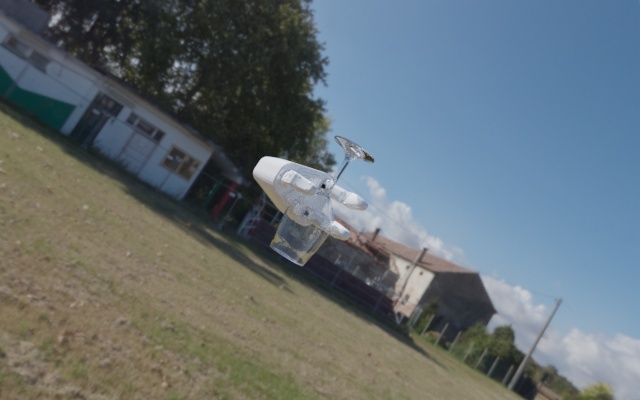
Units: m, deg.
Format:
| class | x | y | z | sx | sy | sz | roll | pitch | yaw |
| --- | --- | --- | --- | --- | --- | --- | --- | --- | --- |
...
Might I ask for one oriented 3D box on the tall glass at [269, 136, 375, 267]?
| class | x | y | z | sx | sy | sz | roll | pitch | yaw |
| --- | --- | --- | --- | --- | --- | --- | --- | --- | --- |
| tall glass | 0.001 | 0.002 | 0.744 | 0.079 | 0.201 | 0.079 | 32 | -5 | 3 |
